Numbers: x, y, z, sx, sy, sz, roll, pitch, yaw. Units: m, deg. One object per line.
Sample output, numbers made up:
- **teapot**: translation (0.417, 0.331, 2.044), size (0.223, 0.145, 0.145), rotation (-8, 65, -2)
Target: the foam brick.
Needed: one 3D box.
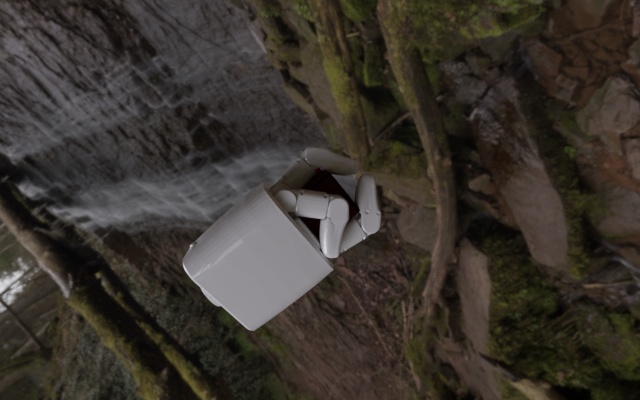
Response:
- **foam brick**: translation (0.000, 0.002, 0.507), size (0.051, 0.053, 0.078), rotation (-40, 11, 0)
